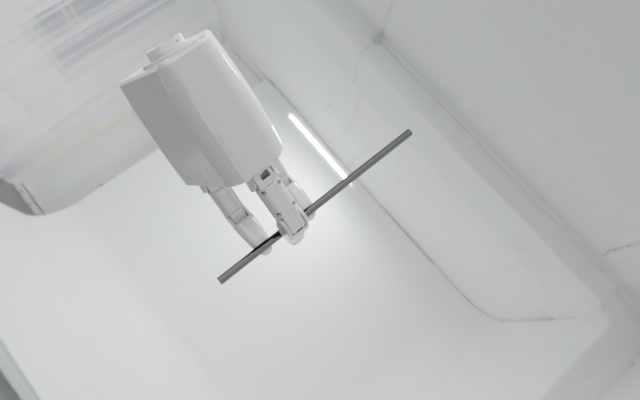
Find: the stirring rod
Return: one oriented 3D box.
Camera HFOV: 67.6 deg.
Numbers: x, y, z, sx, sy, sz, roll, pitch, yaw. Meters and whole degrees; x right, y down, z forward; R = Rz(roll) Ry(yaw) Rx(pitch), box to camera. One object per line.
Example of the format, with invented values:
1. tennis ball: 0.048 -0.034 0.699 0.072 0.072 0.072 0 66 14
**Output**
1. stirring rod: 0.000 0.002 0.461 0.239 0.011 0.011 -38 11 -14
